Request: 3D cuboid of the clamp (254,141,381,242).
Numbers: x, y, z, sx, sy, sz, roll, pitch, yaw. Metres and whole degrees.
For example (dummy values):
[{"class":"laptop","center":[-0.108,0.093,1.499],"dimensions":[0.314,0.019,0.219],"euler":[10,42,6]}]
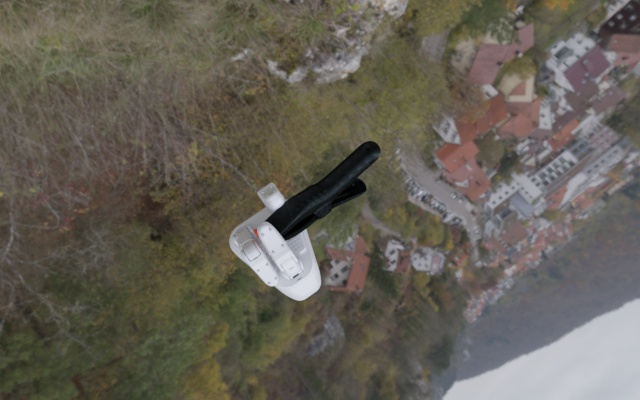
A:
[{"class":"clamp","center":[0.000,0.002,0.579],"dimensions":[0.171,0.039,0.120],"euler":[-34,-21,-7]}]
